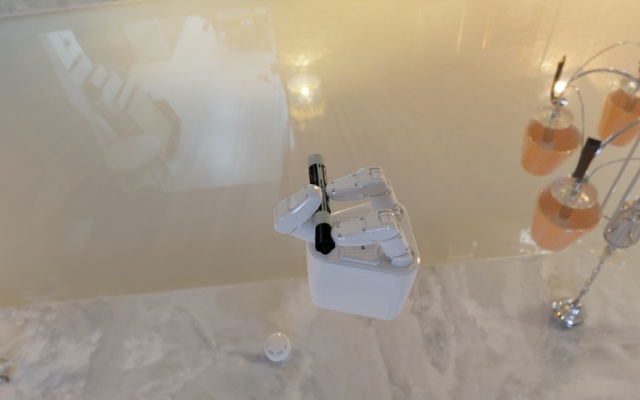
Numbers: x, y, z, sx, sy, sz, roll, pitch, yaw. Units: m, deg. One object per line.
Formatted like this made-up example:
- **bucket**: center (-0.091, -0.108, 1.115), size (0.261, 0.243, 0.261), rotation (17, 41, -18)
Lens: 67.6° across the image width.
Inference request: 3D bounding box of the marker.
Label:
- **marker**: center (0.000, 0.002, 0.472), size (0.020, 0.121, 0.020), rotation (-4, -41, -3)
